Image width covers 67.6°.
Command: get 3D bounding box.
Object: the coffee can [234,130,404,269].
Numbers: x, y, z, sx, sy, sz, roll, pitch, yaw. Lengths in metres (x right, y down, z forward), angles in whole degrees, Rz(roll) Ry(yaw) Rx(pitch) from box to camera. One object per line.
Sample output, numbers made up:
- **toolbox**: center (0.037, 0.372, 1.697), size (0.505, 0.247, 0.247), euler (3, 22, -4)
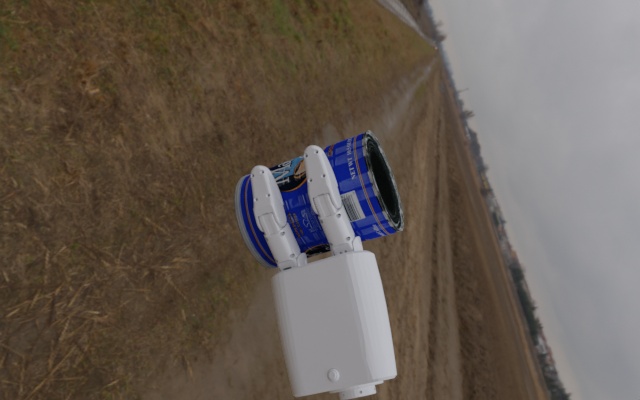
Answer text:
- **coffee can**: center (0.000, 0.001, 0.481), size (0.140, 0.103, 0.103), euler (-19, -6, 18)
